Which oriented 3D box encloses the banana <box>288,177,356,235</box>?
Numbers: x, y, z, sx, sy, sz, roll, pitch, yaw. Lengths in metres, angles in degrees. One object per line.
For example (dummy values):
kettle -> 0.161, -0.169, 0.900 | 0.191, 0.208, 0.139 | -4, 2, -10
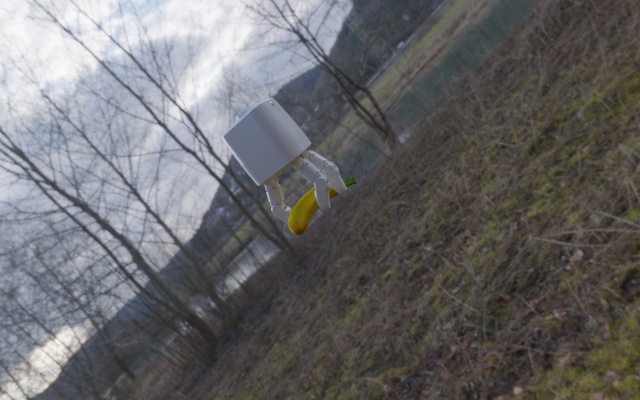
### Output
banana -> -0.011, 0.006, 0.836 | 0.069, 0.037, 0.197 | -20, 16, 41
